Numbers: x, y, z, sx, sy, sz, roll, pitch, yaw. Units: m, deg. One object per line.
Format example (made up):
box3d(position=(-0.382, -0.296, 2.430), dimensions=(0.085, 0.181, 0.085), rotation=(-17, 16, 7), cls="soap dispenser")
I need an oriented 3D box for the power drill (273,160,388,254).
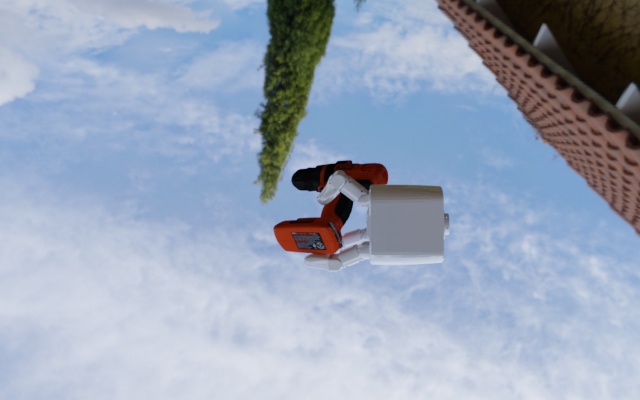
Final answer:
box3d(position=(0.000, 0.003, 0.777), dimensions=(0.184, 0.057, 0.187), rotation=(-2, 38, 33), cls="power drill")
